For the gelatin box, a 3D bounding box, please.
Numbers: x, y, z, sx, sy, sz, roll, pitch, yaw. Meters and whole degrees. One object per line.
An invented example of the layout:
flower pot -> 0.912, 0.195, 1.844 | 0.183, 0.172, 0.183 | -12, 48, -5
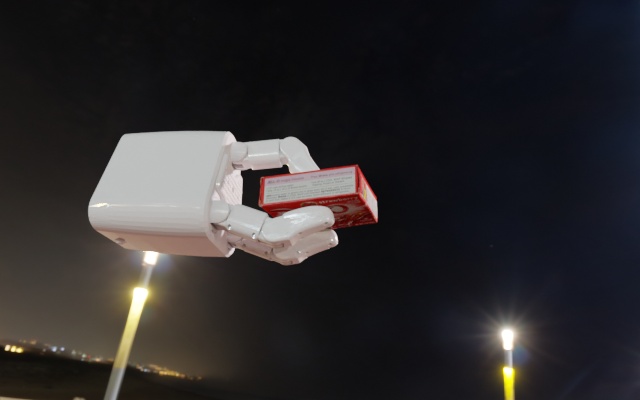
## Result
gelatin box -> 0.000, 0.001, 0.424 | 0.089, 0.030, 0.073 | -7, -24, 16
